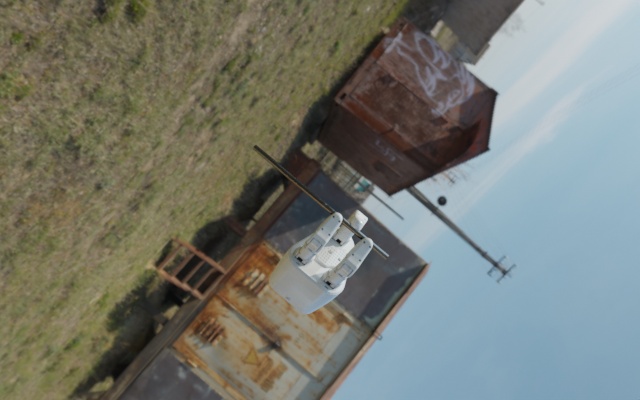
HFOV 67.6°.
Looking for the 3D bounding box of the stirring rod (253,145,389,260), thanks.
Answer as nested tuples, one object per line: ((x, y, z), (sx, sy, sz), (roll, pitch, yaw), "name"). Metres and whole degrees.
((0.000, 0.002, 0.664), (0.239, 0.011, 0.011), (40, 0, 0), "stirring rod")
